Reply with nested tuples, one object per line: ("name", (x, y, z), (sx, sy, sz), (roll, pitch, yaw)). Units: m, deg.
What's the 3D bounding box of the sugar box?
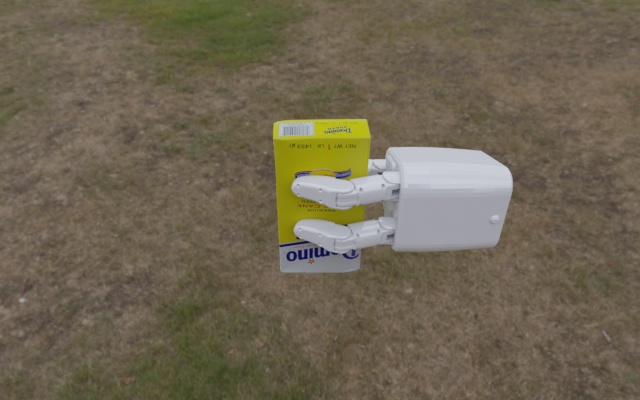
("sugar box", (0.000, 0.002, 0.505), (0.093, 0.176, 0.048), (-1, 35, -1))
